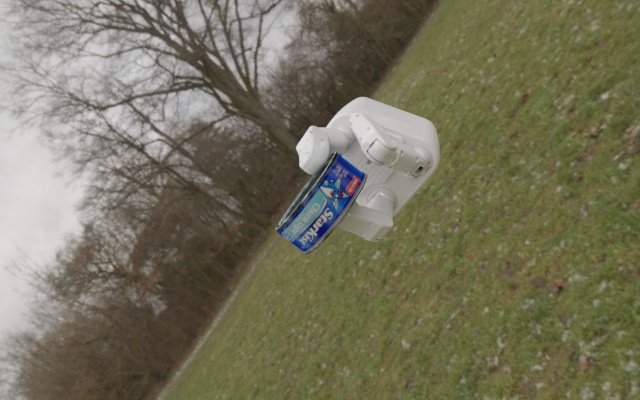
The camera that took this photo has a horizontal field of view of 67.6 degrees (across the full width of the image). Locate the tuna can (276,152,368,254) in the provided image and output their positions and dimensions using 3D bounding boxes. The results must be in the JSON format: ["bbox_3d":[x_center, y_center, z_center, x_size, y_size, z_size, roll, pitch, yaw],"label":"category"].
[{"bbox_3d":[0.000,0.001,0.402,0.034,0.086,0.086,38,-5,-6],"label":"tuna can"}]
